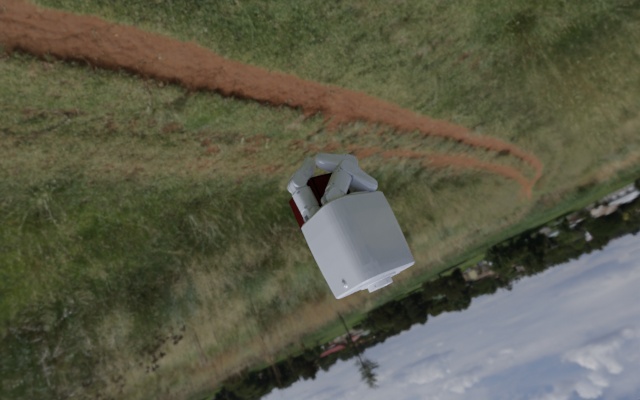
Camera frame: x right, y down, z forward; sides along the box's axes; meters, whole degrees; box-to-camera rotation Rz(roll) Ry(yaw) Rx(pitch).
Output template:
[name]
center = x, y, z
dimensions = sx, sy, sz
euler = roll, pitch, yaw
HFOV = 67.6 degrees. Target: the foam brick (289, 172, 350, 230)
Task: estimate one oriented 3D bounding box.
[foam brick]
center = 0.000, 0.002, 0.672
dimensions = 0.053, 0.051, 0.078
euler = -15, -17, -34
